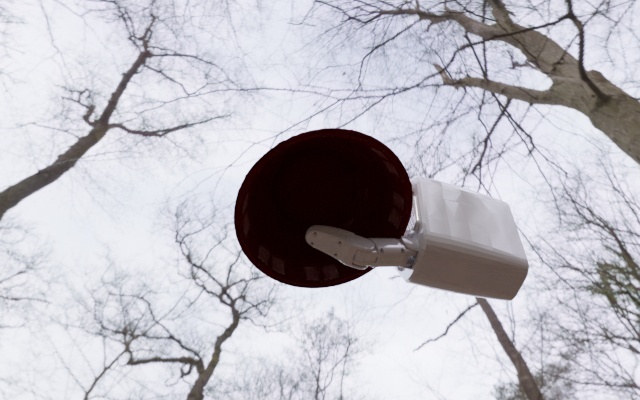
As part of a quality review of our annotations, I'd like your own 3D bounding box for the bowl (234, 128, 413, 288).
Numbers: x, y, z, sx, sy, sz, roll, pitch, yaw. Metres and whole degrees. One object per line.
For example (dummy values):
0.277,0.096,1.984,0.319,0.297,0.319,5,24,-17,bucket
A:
-0.001,0.001,0.443,0.162,0.162,0.055,0,28,-13,bowl
